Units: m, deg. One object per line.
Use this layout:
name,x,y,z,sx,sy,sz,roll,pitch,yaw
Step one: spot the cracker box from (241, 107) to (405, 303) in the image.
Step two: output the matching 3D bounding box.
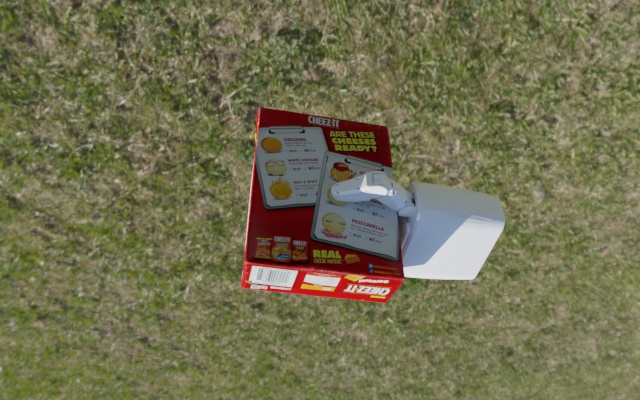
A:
cracker box,0.000,0.002,0.548,0.164,0.213,0.072,7,-37,-10
